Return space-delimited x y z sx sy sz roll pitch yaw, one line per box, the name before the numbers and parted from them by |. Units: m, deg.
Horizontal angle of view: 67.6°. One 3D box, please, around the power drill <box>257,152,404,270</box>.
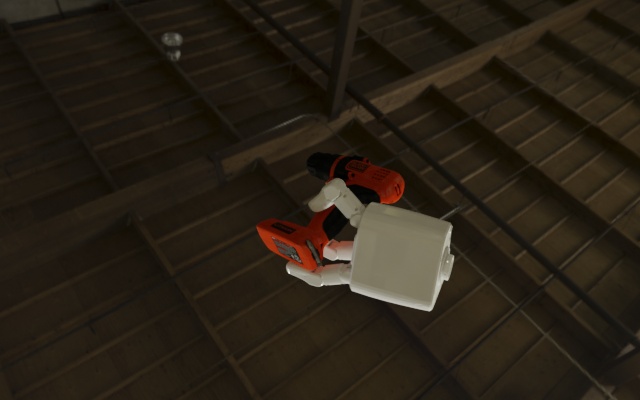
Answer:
power drill | 0.000 0.003 0.689 0.184 0.057 0.187 20 56 45
